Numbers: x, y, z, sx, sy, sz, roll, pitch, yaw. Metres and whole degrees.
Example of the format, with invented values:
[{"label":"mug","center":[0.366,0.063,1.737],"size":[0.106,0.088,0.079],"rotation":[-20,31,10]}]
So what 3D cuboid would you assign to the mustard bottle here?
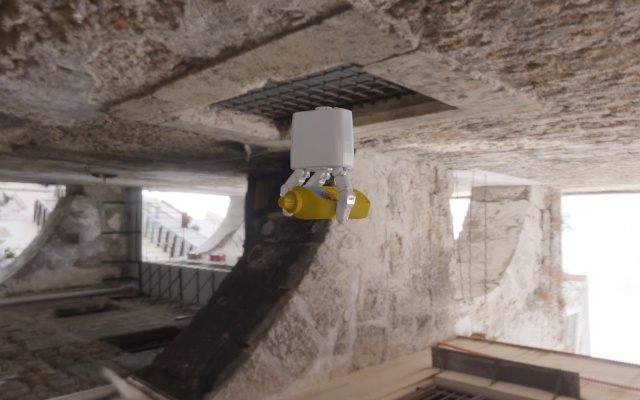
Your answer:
[{"label":"mustard bottle","center":[0.000,0.003,0.892],"size":[0.191,0.058,0.096],"rotation":[1,21,-45]}]
